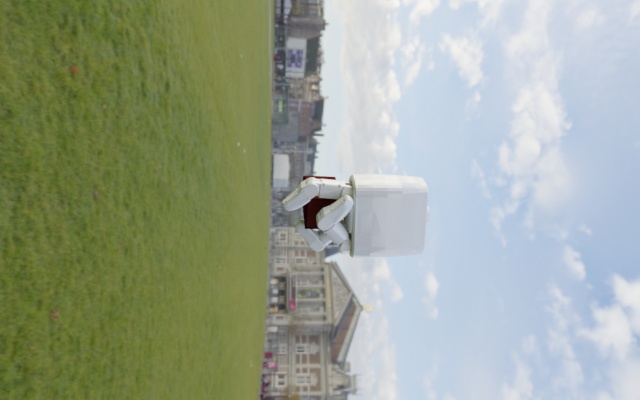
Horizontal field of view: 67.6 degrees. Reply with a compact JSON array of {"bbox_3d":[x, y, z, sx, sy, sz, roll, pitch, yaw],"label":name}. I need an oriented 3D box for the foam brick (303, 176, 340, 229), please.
[{"bbox_3d":[0.000,0.002,0.719,0.051,0.053,0.078,-1,29,-5],"label":"foam brick"}]
